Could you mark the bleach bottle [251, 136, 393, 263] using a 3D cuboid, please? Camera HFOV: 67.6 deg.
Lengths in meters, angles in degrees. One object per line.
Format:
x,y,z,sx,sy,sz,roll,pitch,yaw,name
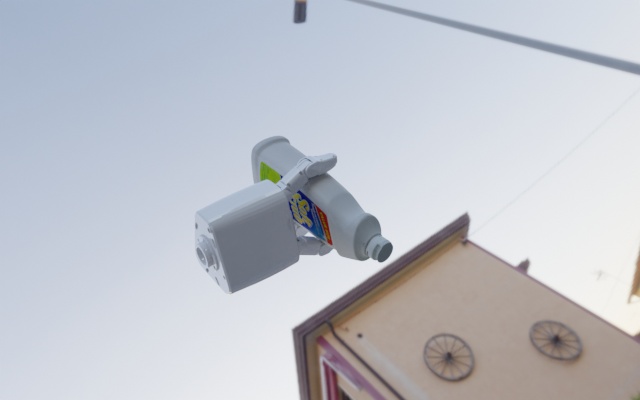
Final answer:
0.000,0.002,0.658,0.068,0.103,0.250,-25,42,-31,bleach bottle
